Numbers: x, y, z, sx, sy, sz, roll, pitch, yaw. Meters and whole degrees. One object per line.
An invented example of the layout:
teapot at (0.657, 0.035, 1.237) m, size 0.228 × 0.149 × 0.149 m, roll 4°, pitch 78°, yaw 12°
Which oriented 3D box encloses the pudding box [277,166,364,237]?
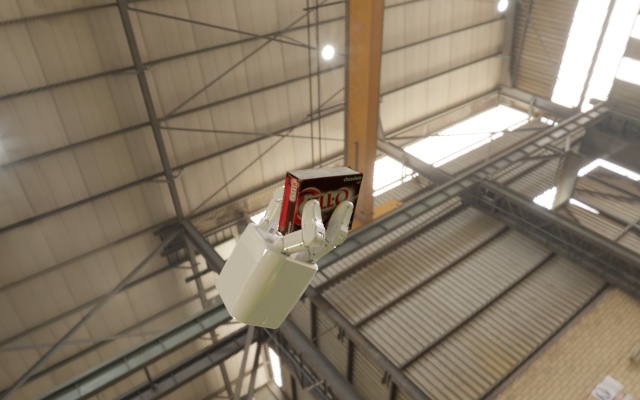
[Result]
pudding box at (0.000, 0.002, 0.655) m, size 0.113 × 0.090 × 0.039 m, roll -10°, pitch 31°, yaw -40°
